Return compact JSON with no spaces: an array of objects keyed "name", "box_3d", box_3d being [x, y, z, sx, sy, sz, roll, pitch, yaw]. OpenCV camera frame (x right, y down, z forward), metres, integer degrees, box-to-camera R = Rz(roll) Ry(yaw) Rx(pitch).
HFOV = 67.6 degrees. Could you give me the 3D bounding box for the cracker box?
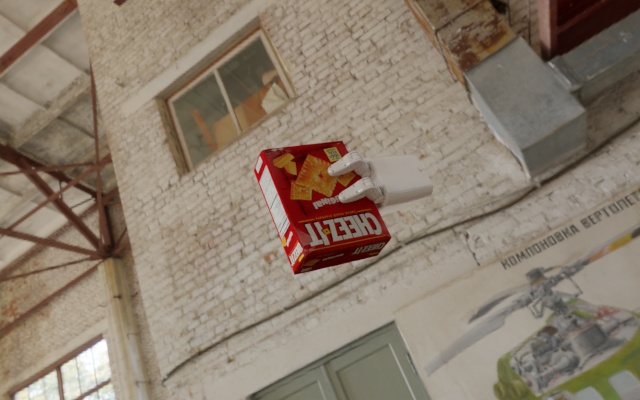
[{"name":"cracker box","box_3d":[0.000,0.003,0.812,0.164,0.213,0.072,-9,-31,-27]}]
